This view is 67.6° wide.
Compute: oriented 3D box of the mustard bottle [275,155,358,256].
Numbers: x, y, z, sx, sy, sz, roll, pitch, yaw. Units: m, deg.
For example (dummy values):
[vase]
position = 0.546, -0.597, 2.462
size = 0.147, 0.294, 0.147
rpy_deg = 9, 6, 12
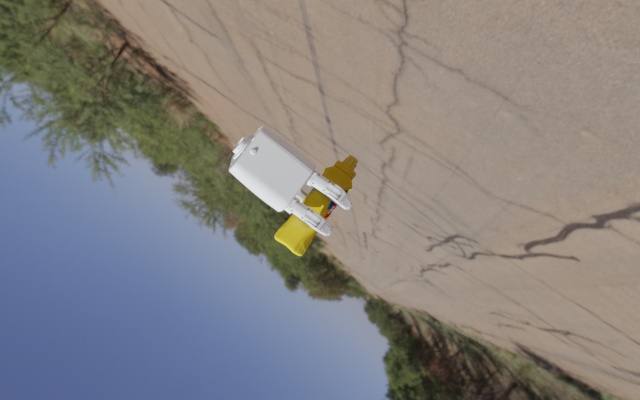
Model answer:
[mustard bottle]
position = 0.000, 0.003, 0.814
size = 0.058, 0.191, 0.096
rpy_deg = 36, -6, 8
